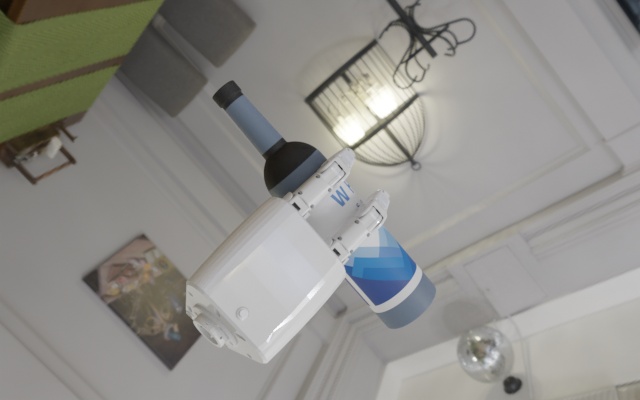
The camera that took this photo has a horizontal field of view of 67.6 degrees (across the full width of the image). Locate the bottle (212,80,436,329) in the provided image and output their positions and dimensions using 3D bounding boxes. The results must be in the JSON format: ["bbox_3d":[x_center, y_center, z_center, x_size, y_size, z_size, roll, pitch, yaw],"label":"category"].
[{"bbox_3d":[0.000,0.002,0.485,0.069,0.296,0.069,-40,8,7],"label":"bottle"}]
